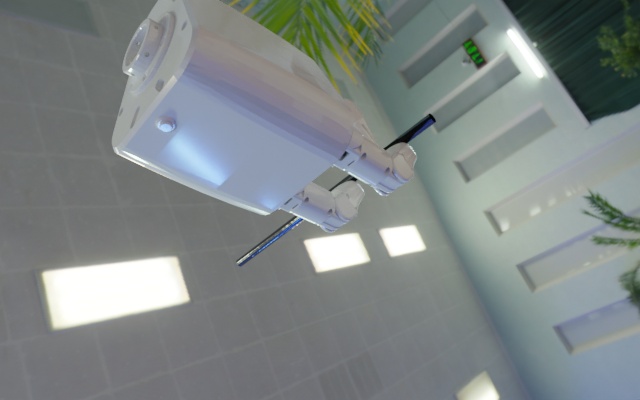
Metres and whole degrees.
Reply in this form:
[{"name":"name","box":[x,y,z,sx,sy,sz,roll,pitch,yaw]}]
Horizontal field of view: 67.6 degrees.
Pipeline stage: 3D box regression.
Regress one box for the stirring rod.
[{"name":"stirring rod","box":[0.000,0.001,0.409,0.239,0.011,0.011,-37,-22,33]}]
